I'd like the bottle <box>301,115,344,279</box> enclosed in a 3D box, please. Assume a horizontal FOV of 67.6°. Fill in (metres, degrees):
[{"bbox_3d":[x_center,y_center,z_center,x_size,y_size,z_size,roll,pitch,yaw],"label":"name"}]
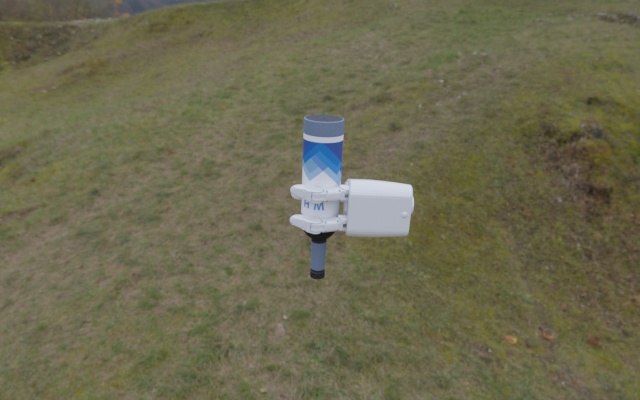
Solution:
[{"bbox_3d":[0.000,0.002,0.835,0.069,0.296,0.069,2,21,-1],"label":"bottle"}]
